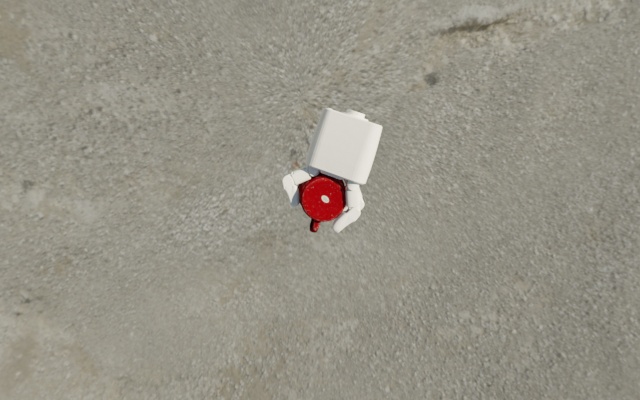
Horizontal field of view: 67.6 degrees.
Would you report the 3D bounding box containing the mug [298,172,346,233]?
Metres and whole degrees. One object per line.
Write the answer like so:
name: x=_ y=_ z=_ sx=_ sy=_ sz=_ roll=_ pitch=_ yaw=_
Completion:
mug: x=0.000 y=0.004 z=0.876 sx=0.093 sy=0.117 sz=0.081 roll=17 pitch=10 yaw=-6
